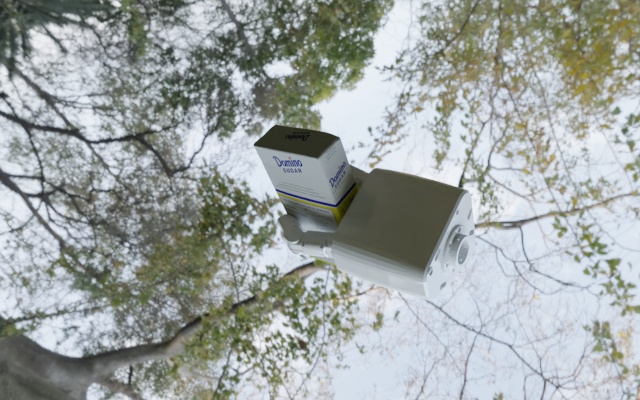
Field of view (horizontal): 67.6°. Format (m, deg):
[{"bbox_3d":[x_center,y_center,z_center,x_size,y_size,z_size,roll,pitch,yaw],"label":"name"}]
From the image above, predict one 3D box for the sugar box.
[{"bbox_3d":[0.001,0.002,0.533,0.093,0.176,0.048,16,50,37],"label":"sugar box"}]
